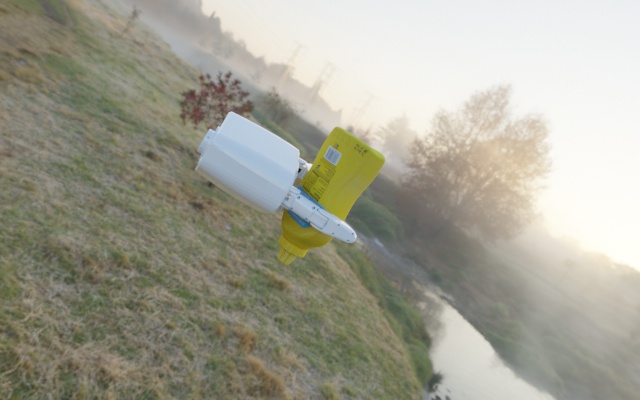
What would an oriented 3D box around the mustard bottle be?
[{"bbox_3d":[0.001,0.002,0.625,0.058,0.191,0.096,26,11,-39],"label":"mustard bottle"}]
